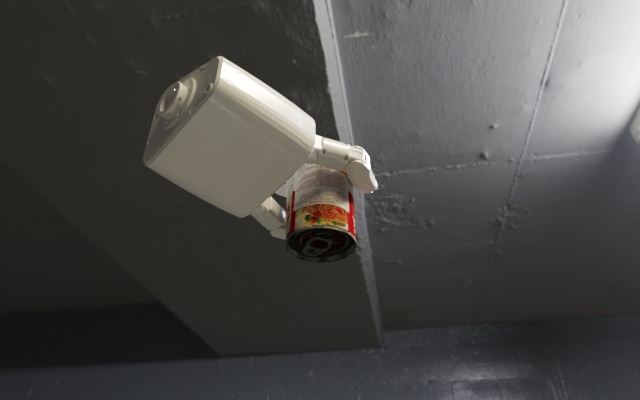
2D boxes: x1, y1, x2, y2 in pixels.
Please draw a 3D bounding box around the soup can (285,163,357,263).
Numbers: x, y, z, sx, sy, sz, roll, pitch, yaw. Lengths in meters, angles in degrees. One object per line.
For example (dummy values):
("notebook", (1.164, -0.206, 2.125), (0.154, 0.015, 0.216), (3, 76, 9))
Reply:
("soup can", (0.001, 0.001, 0.478), (0.068, 0.102, 0.069), (0, -35, 0))
